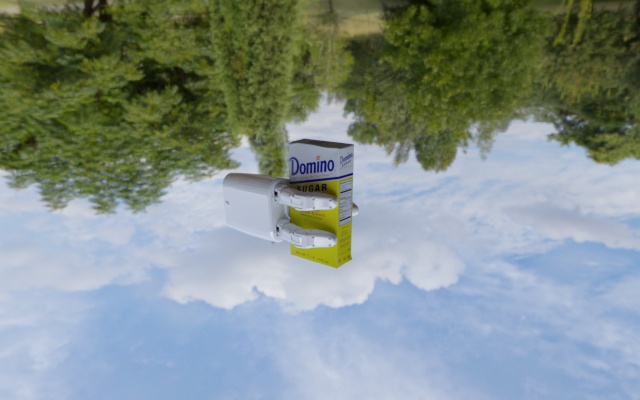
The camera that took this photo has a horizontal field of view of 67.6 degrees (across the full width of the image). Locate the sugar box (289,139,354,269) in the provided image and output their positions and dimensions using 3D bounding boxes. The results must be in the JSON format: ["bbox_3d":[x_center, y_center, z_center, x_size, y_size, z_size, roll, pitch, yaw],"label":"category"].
[{"bbox_3d":[0.000,0.002,0.697,0.093,0.176,0.048,11,21,36],"label":"sugar box"}]
